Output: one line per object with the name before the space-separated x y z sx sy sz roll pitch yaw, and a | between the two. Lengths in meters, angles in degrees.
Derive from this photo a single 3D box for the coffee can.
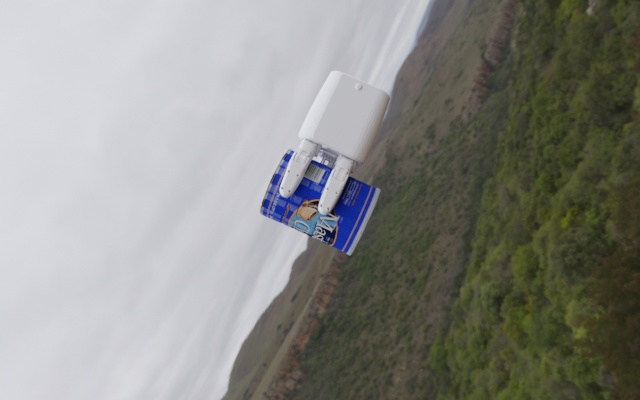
coffee can | 0.000 0.002 0.674 0.140 0.103 0.103 25 1 2
